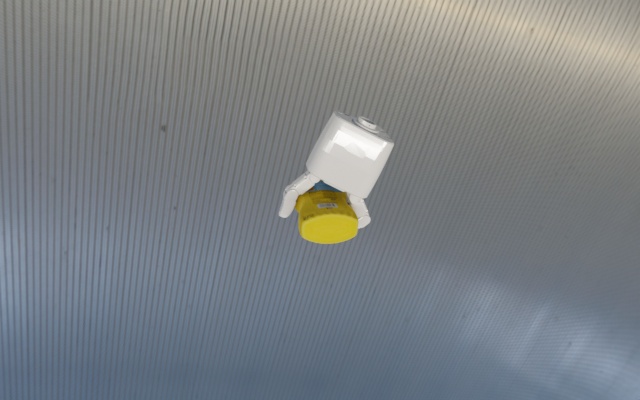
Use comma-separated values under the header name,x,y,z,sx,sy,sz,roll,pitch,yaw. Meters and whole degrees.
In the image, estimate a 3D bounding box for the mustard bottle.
name,x,y,z,sx,sy,sz,roll,pitch,yaw
mustard bottle,0.000,0.003,0.846,0.096,0.058,0.191,-3,28,-9
